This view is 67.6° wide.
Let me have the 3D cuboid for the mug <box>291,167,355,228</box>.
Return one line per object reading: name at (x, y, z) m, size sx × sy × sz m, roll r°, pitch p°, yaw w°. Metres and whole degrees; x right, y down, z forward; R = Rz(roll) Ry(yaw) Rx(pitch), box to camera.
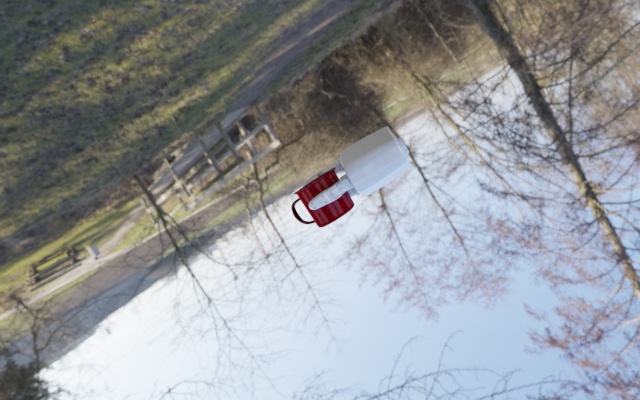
mug at (-0.001, 0.004, 0.889) m, size 0.117 × 0.081 × 0.093 m, roll -32°, pitch 4°, yaw 14°
